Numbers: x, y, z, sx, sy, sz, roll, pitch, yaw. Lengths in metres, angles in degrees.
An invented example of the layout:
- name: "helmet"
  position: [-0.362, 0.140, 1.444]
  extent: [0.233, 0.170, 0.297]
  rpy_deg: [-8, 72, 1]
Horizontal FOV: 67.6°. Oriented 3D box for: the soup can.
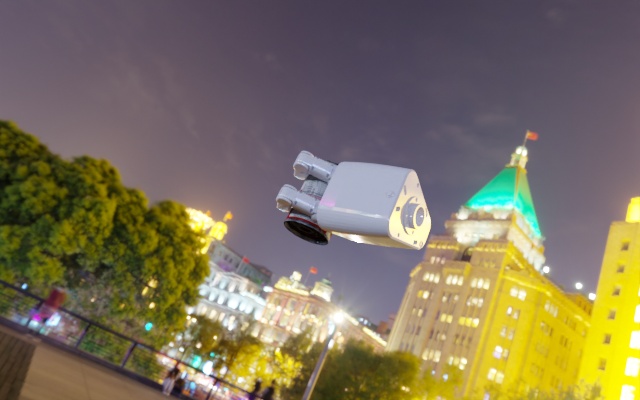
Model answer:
- name: "soup can"
  position: [0.000, 0.002, 0.672]
  extent: [0.068, 0.102, 0.068]
  rpy_deg: [22, -21, 9]
